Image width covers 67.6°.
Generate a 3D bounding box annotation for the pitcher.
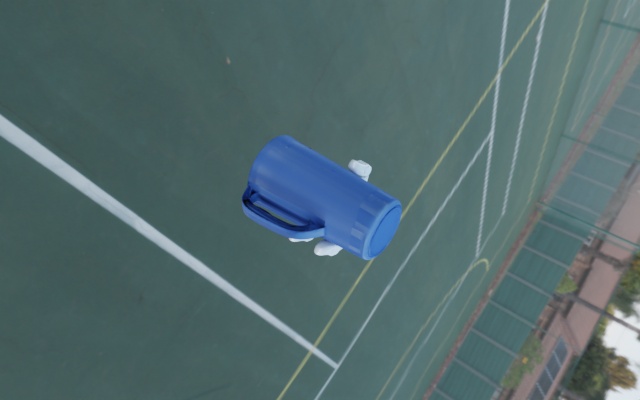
[{"bbox_3d":[0.000,0.003,0.788,0.242,0.149,0.145,29,4,26],"label":"pitcher"}]
